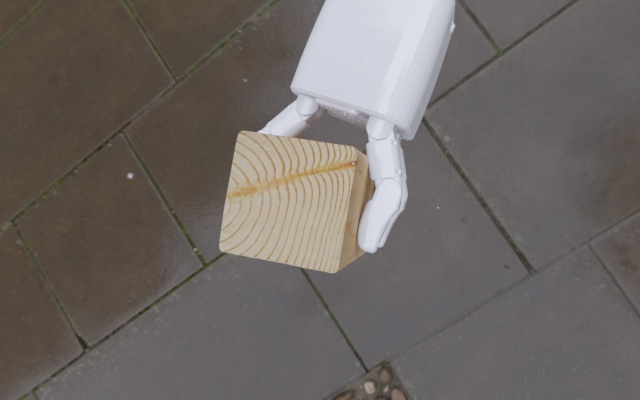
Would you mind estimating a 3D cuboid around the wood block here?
[{"bbox_3d":[0.000,0.001,0.430,0.091,0.090,0.206,10,2,14],"label":"wood block"}]
